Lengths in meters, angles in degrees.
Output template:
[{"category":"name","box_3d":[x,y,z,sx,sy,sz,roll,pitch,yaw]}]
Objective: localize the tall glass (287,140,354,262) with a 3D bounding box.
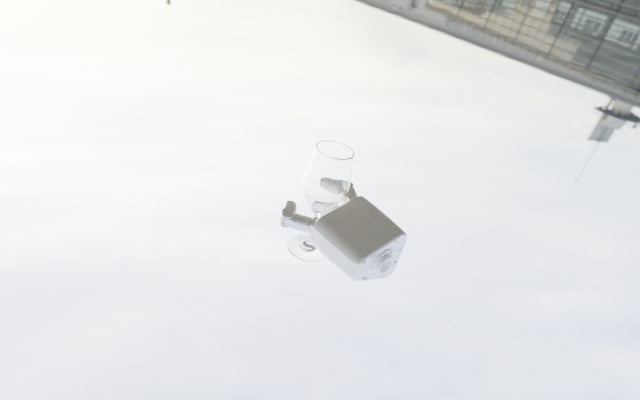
[{"category":"tall glass","box_3d":[0.000,0.003,0.793,0.079,0.201,0.079,11,31,-7]}]
